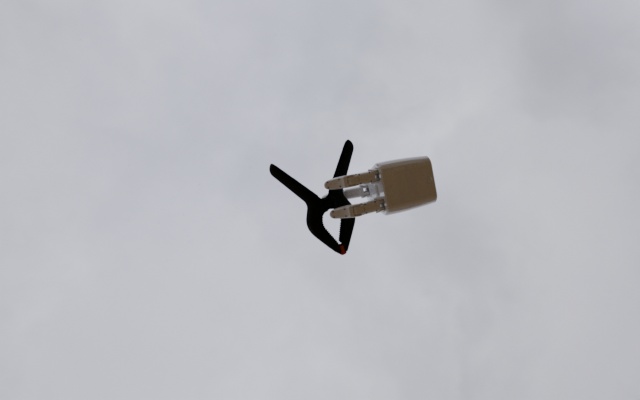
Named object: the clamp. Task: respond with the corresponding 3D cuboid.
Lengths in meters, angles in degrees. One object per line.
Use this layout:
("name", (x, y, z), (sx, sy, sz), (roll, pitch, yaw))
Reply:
("clamp", (0.000, 0.003, 0.891), (0.164, 0.210, 0.036), (-12, 5, -12))
